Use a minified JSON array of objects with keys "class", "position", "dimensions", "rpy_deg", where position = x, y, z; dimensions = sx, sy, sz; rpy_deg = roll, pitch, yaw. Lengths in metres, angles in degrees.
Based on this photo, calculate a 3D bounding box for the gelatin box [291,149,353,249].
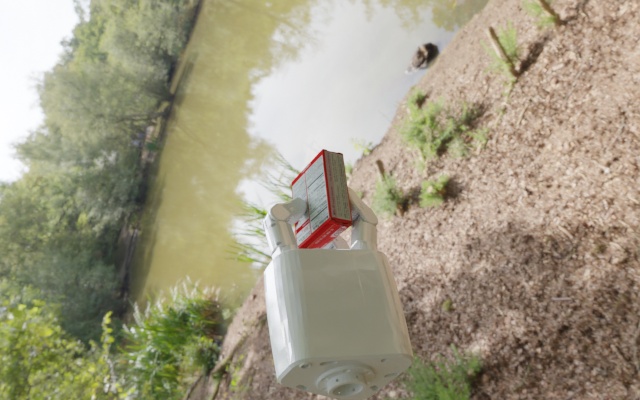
[{"class":"gelatin box","position":[0.000,0.001,0.513],"dimensions":[0.030,0.089,0.073],"rpy_deg":[11,-34,-29]}]
